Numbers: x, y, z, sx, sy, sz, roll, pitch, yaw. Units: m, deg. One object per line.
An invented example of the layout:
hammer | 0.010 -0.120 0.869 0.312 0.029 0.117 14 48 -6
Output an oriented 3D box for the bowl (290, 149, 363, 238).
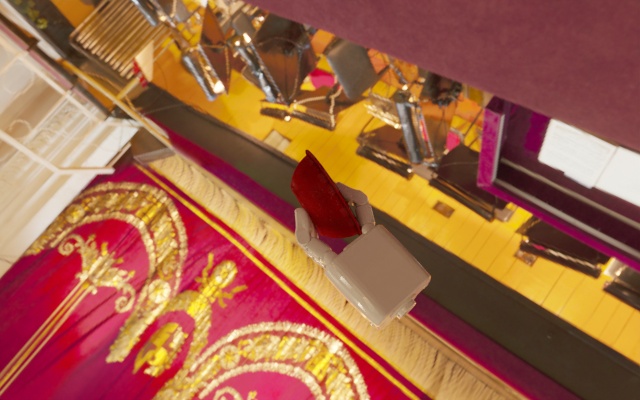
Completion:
bowl | -0.001 0.002 0.743 0.055 0.162 0.162 -33 2 -3
